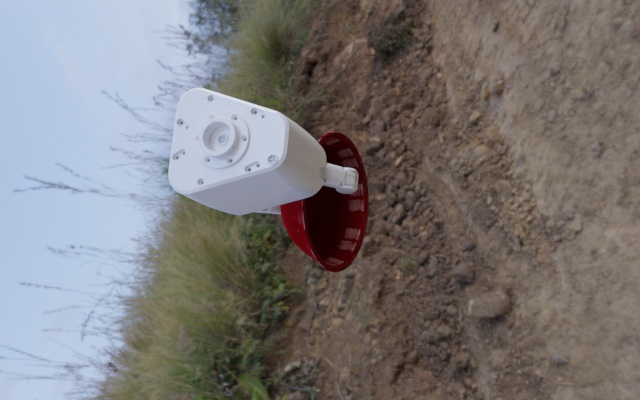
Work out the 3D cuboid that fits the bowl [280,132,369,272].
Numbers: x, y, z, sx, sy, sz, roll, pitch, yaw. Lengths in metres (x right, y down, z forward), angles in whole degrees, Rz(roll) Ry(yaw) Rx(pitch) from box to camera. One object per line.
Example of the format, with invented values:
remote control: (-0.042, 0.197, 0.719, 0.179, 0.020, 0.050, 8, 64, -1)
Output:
bowl: (0.000, 0.002, 0.566, 0.055, 0.162, 0.162, 0, 0, 30)
